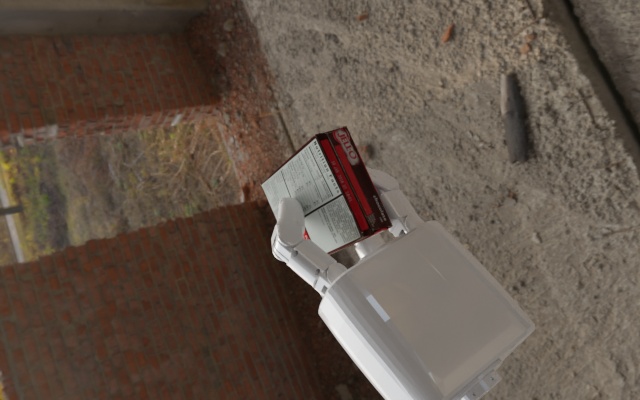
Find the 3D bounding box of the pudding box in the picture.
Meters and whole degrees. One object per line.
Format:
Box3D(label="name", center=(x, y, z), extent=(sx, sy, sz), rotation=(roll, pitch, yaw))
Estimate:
Box3D(label="pudding box", center=(0.000, 0.001, 0.412), extent=(0.039, 0.090, 0.113), rotation=(-18, -8, -37))
